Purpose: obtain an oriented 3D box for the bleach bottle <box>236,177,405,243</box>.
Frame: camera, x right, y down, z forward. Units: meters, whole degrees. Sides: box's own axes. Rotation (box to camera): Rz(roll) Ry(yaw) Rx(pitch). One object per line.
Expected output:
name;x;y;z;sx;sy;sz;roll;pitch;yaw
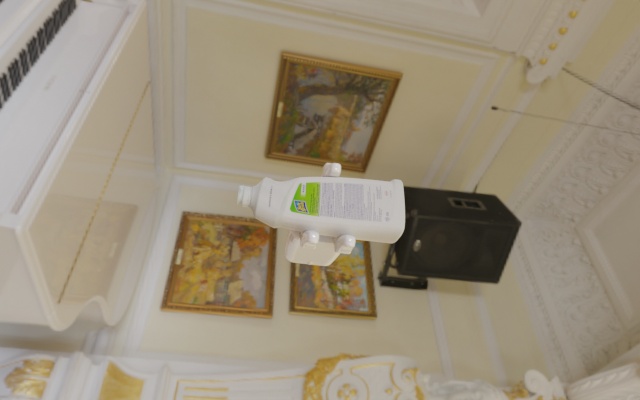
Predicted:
bleach bottle;0.000;0.002;0.732;0.251;0.102;0.068;8;-31;-10
